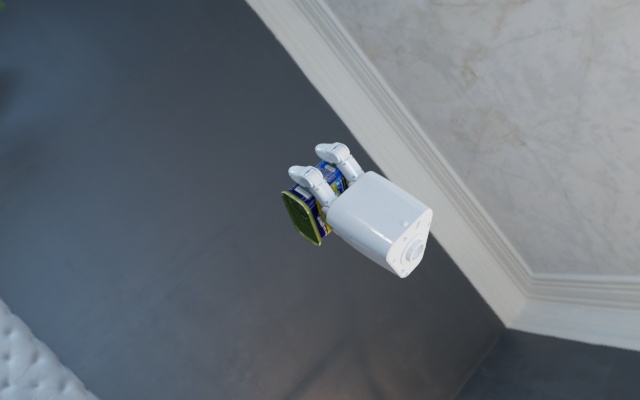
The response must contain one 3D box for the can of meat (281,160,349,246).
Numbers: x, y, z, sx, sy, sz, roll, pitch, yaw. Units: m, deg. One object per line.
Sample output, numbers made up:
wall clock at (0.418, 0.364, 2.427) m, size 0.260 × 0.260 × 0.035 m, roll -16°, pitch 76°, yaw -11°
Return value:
can of meat at (0.000, 0.002, 0.698) m, size 0.084 × 0.102 × 0.057 m, roll -42°, pitch 51°, yaw -20°
